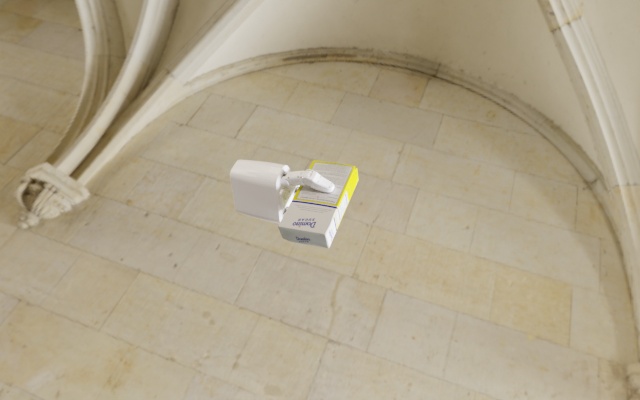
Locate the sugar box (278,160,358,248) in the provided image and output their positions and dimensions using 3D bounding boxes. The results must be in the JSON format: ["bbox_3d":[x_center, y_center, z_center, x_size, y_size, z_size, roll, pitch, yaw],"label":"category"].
[{"bbox_3d":[0.000,0.003,0.880,0.093,0.176,0.048,9,-39,21],"label":"sugar box"}]
